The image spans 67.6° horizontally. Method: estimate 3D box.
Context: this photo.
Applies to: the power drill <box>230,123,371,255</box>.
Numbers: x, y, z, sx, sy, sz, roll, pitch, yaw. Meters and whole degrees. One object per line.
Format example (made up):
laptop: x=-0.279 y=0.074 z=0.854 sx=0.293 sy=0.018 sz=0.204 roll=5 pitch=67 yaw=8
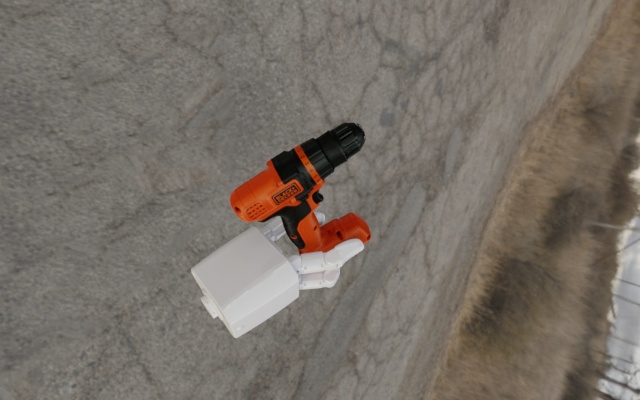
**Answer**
power drill: x=0.000 y=0.003 z=0.629 sx=0.184 sy=0.057 sz=0.188 roll=-31 pitch=-46 yaw=4
